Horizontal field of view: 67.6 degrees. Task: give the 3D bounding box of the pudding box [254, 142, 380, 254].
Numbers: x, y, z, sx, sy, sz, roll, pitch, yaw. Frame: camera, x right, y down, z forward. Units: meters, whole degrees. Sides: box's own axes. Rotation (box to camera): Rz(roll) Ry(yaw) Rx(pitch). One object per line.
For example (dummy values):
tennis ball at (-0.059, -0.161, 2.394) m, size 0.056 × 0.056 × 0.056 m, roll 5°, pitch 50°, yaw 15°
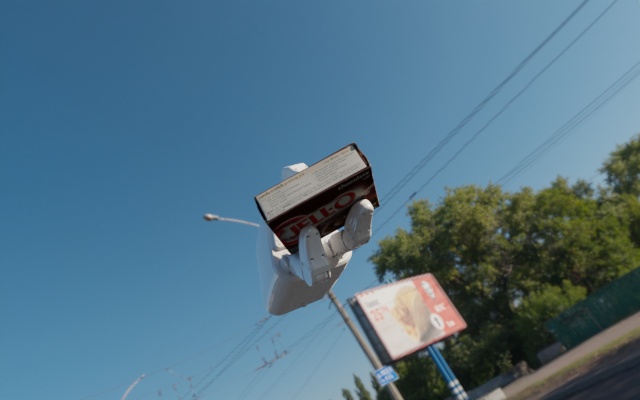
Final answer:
pudding box at (0.000, 0.001, 0.481) m, size 0.113 × 0.039 × 0.090 m, roll -31°, pitch -27°, yaw -3°
